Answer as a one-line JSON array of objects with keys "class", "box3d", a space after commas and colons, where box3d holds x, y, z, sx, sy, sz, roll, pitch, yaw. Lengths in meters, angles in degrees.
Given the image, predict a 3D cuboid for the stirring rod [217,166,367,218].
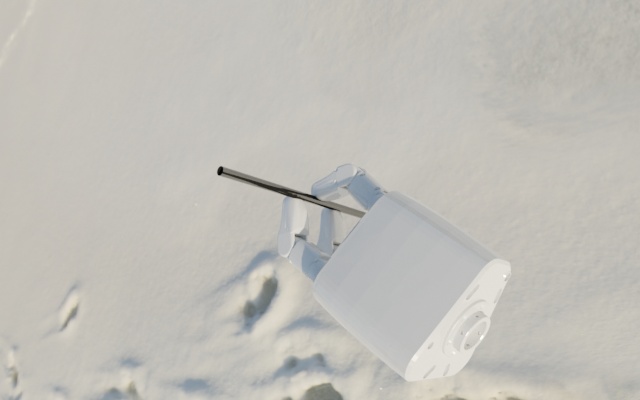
[{"class": "stirring rod", "box3d": [0.000, 0.002, 0.462, 0.011, 0.011, 0.239, 0, -12, 42]}]
